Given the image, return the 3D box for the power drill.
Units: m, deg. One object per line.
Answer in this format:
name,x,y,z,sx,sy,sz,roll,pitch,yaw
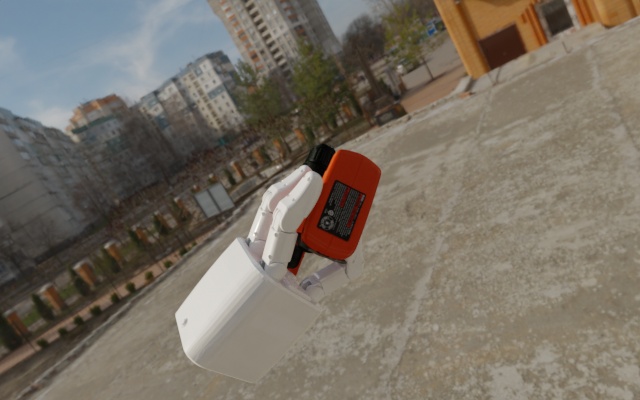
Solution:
power drill,0.000,0.002,0.541,0.057,0.184,0.188,23,-15,-13
